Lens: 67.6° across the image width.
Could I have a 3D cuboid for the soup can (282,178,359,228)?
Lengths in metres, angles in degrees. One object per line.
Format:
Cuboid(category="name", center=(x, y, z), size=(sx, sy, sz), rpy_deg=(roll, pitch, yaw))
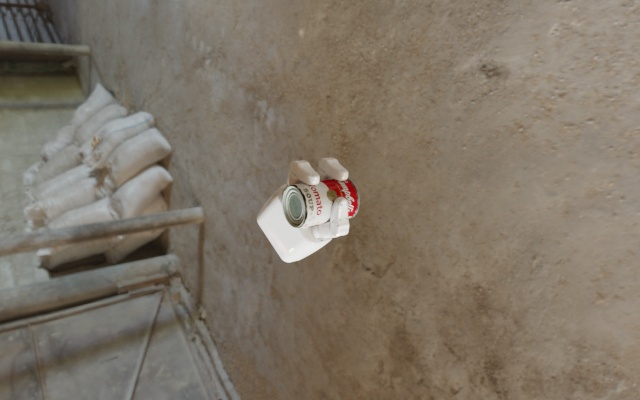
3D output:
Cuboid(category="soup can", center=(0.000, 0.002, 0.742), size=(0.102, 0.068, 0.068), rpy_deg=(-9, 5, -34))
